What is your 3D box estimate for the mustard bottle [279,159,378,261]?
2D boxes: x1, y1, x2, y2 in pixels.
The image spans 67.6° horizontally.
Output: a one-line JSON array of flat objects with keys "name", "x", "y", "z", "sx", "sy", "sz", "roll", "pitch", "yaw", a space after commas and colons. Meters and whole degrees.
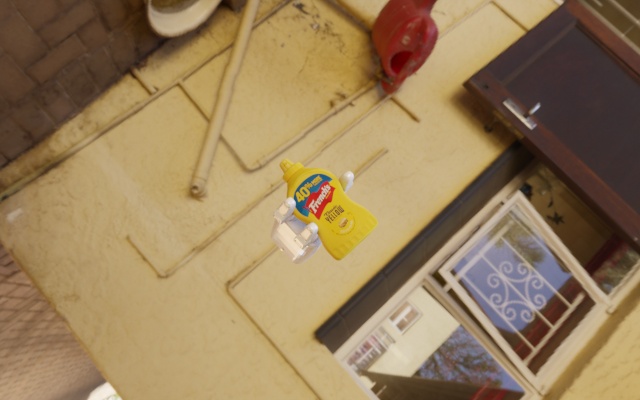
[{"name": "mustard bottle", "x": 0.000, "y": 0.003, "z": 0.809, "sx": 0.096, "sy": 0.191, "sz": 0.058, "roll": -42, "pitch": -8, "yaw": -7}]
